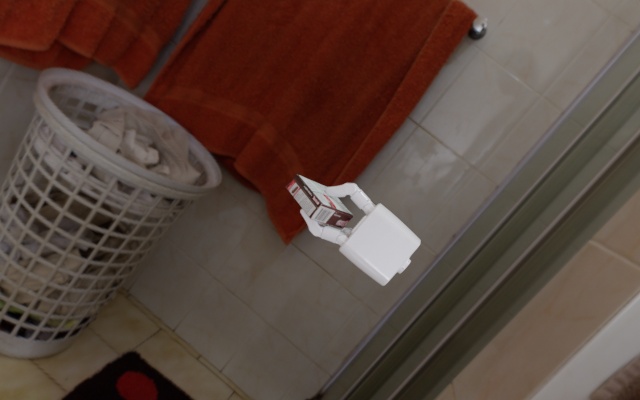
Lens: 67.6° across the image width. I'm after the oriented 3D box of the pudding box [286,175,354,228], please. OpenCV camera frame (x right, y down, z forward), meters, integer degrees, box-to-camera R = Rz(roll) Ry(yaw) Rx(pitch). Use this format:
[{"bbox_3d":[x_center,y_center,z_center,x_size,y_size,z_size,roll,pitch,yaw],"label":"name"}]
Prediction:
[{"bbox_3d":[0.000,0.003,0.898,0.113,0.039,0.090,22,22,-54],"label":"pudding box"}]
